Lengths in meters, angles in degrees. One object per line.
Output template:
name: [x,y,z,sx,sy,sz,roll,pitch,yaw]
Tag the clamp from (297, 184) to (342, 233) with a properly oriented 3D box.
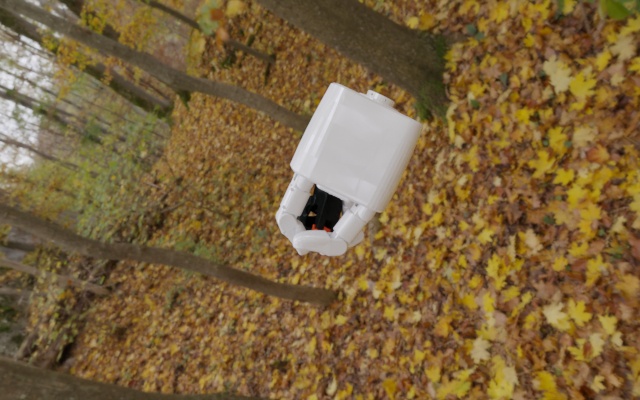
clamp: [0.000,0.002,0.624,0.039,0.120,0.171,22,11,-18]
